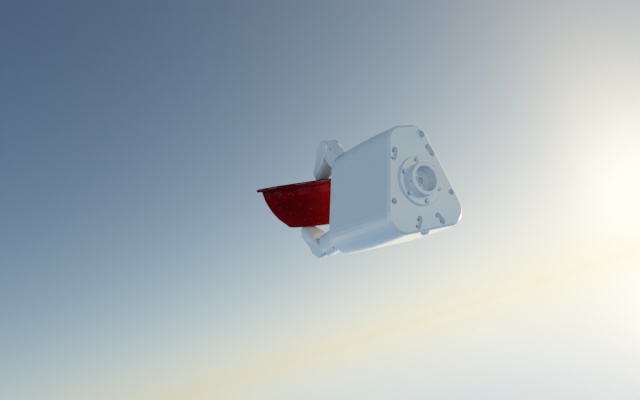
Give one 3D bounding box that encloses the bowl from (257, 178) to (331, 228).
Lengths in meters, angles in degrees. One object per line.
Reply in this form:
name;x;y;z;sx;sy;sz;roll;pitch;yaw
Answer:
bowl;0.000;0.003;0.627;0.162;0.055;0.162;-7;1;0
